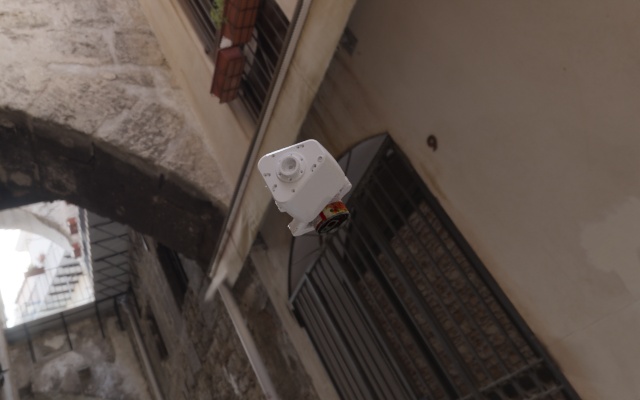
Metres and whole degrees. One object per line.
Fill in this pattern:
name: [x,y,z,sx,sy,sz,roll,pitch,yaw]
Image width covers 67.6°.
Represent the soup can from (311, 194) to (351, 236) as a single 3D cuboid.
soup can: [0.000,0.003,0.854,0.068,0.102,0.068,-25,-25,-12]
